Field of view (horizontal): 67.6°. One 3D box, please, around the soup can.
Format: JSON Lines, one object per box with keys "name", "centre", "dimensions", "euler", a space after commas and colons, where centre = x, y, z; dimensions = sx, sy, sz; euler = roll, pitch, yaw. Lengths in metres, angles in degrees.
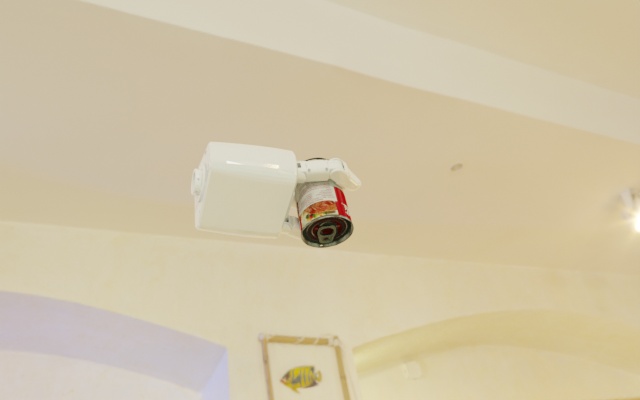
{"name": "soup can", "centre": [0.001, 0.002, 0.632], "dimensions": [0.068, 0.102, 0.069], "euler": [-8, -38, -6]}
